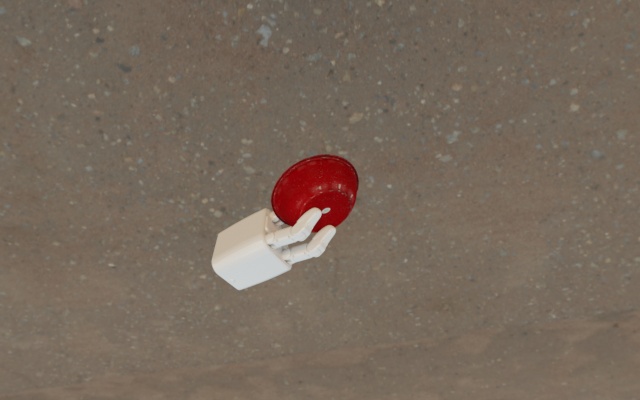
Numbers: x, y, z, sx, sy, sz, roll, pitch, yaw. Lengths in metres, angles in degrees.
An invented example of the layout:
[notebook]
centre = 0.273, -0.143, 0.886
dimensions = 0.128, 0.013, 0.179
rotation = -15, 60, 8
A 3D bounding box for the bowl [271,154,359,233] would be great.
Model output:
[bowl]
centre = 0.001, 0.002, 0.814
dimensions = 0.162, 0.162, 0.055
rotation = 0, 38, -25
